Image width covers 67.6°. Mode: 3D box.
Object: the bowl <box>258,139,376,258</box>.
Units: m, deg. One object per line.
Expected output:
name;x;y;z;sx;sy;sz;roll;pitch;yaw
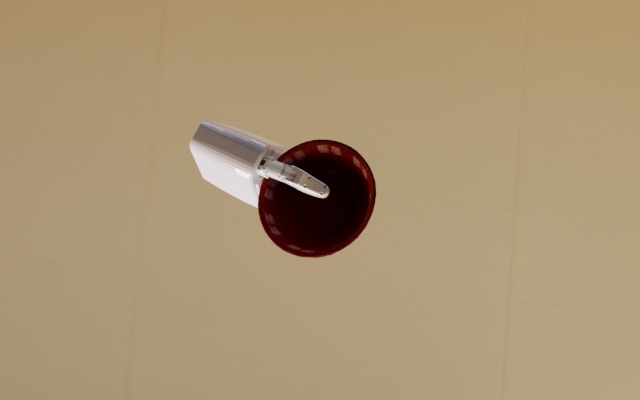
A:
bowl;0.001;0.003;0.643;0.162;0.162;0.055;0;-17;18
